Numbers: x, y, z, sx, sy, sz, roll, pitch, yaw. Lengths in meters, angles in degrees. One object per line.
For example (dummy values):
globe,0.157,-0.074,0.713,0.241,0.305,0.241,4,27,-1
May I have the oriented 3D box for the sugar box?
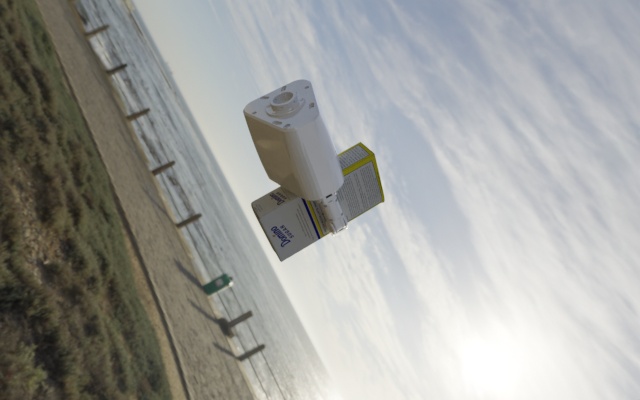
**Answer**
sugar box,0.000,0.002,0.658,0.176,0.093,0.048,-27,41,-9
